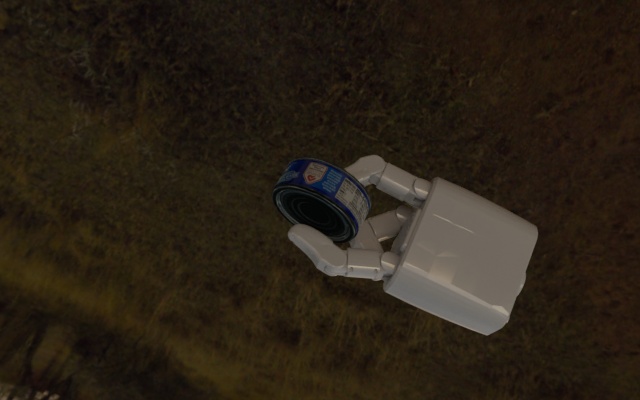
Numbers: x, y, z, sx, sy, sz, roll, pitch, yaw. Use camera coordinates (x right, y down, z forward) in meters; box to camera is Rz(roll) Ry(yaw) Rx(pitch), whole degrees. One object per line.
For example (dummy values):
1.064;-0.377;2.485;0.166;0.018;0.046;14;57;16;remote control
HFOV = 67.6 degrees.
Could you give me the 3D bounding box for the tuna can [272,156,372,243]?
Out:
0.000;0.002;0.428;0.086;0.033;0.086;23;-28;13;tuna can
